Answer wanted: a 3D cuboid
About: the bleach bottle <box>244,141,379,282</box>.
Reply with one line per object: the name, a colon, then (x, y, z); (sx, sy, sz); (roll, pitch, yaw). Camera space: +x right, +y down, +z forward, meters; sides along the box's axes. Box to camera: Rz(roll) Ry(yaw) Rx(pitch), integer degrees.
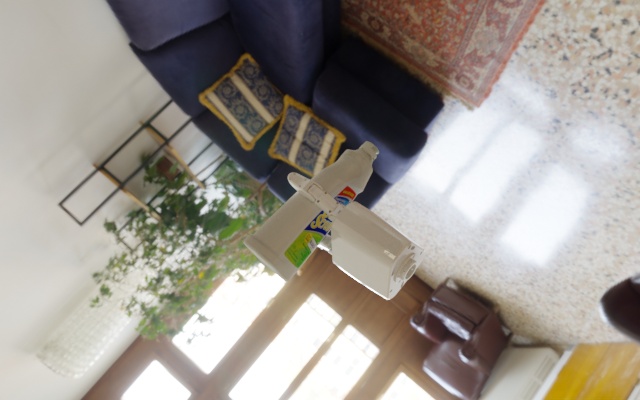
bleach bottle: (0.000, 0.002, 0.733); (0.068, 0.251, 0.103); (34, -14, 30)
